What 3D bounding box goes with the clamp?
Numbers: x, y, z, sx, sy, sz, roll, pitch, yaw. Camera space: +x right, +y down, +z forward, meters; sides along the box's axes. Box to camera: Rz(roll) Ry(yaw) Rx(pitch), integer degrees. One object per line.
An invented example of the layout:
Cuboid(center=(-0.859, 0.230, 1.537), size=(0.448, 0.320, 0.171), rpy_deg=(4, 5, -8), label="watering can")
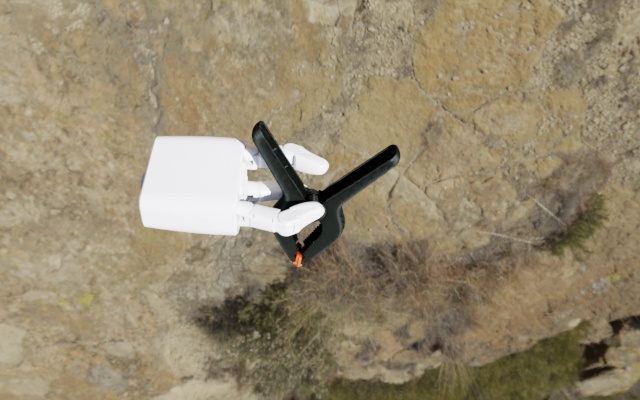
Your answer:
Cuboid(center=(0.000, 0.003, 0.577), size=(0.164, 0.210, 0.036), rpy_deg=(5, 41, -3), label="clamp")
